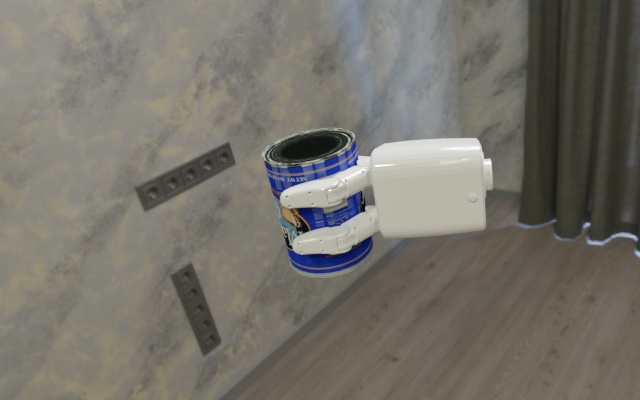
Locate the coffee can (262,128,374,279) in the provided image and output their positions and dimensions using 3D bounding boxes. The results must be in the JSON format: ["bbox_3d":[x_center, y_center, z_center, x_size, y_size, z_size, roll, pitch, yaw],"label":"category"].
[{"bbox_3d":[0.000,0.002,0.541,0.103,0.140,0.102,-10,26,5],"label":"coffee can"}]
